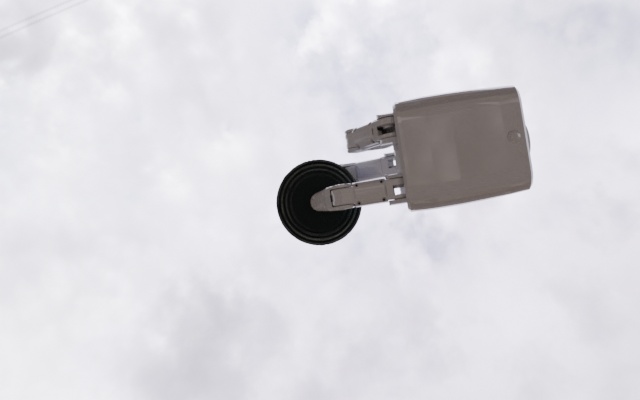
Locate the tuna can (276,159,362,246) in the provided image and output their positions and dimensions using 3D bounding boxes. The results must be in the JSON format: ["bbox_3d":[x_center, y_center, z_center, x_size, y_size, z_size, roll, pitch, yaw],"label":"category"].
[{"bbox_3d":[0.000,0.002,0.490,0.086,0.086,0.034,0,2,7],"label":"tuna can"}]
